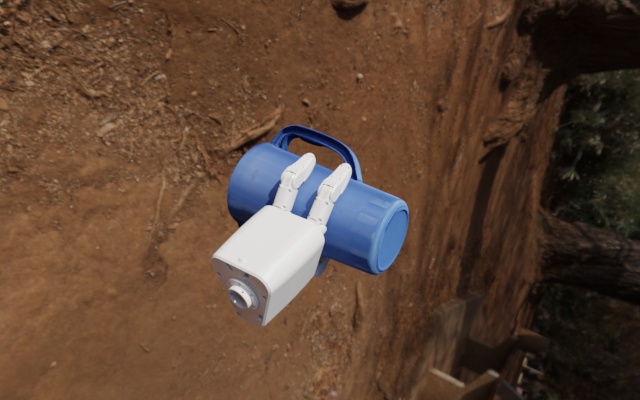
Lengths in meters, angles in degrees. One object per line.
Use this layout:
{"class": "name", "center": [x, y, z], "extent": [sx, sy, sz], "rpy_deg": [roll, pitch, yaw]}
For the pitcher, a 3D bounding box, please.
{"class": "pitcher", "center": [0.000, 0.002, 0.682], "extent": [0.243, 0.149, 0.145], "rpy_deg": [21, 45, 27]}
